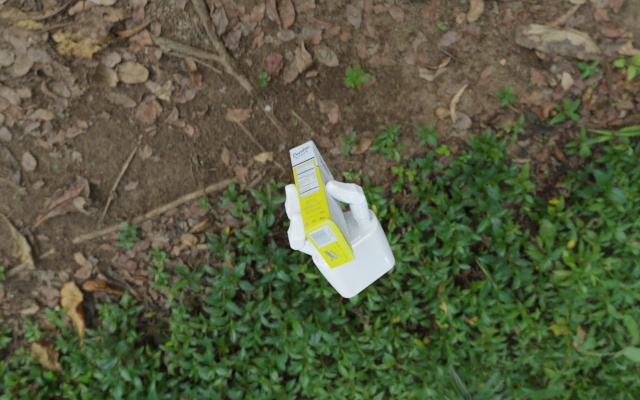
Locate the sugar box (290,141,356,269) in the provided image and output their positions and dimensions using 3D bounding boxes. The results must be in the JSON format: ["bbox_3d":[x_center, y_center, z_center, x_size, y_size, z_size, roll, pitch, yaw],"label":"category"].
[{"bbox_3d":[0.000,0.003,0.697,0.048,0.176,0.093,-25,-48,8],"label":"sugar box"}]
